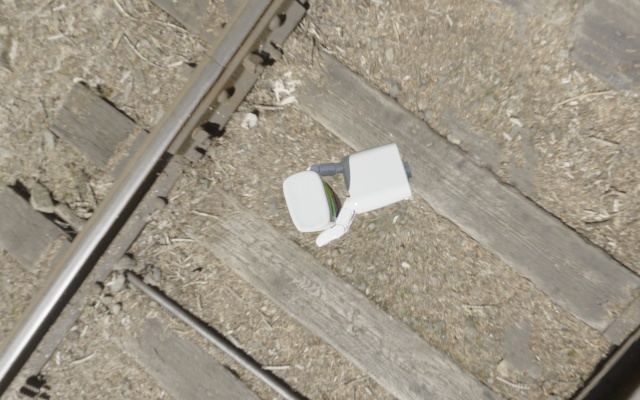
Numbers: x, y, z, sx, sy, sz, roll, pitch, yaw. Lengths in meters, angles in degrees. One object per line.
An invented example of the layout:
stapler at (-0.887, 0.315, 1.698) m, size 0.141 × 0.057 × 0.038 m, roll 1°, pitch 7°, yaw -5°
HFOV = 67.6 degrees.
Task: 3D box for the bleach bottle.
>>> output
bleach bottle at (0.000, 0.003, 0.892) m, size 0.068 × 0.102 × 0.251 m, roll -17°, pitch -3°, yaw 10°
